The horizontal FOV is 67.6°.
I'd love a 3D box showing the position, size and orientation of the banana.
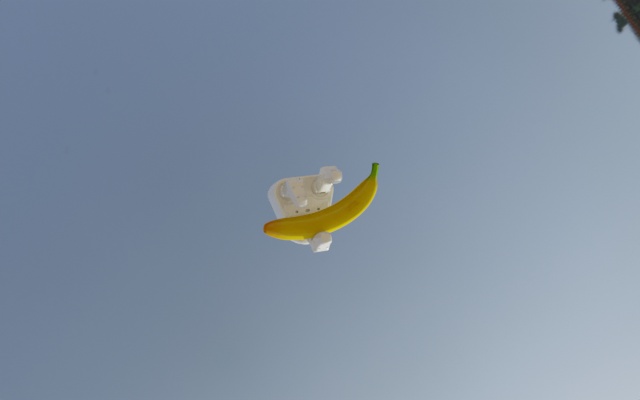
[{"bbox_3d":[0.011,0.016,0.720,0.198,0.070,0.037,-31,21,-9],"label":"banana"}]
